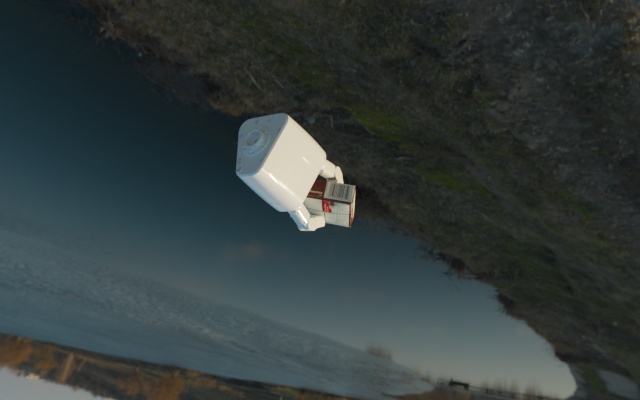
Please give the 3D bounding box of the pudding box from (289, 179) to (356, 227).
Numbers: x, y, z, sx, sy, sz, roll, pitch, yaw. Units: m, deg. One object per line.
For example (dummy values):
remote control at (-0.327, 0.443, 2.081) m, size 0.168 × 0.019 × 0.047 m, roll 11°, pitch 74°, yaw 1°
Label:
pudding box at (0.000, 0.003, 0.795) m, size 0.113 × 0.039 × 0.090 m, roll 11°, pitch -26°, yaw 8°
